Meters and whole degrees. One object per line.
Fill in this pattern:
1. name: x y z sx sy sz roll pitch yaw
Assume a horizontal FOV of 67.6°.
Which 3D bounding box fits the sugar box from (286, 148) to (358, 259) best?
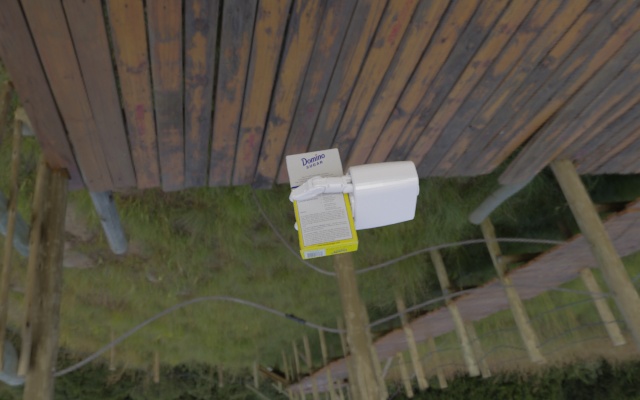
1. sugar box: 0.000 0.003 0.795 0.093 0.176 0.048 -8 -28 -3
